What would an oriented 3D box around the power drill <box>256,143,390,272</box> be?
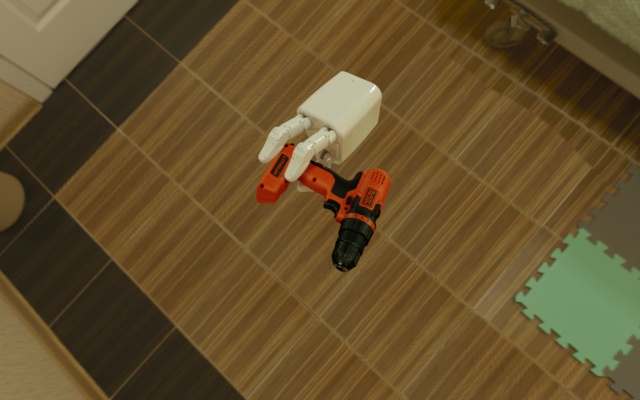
[{"bbox_3d":[0.000,0.002,0.734,0.187,0.184,0.057,24,-34,4],"label":"power drill"}]
